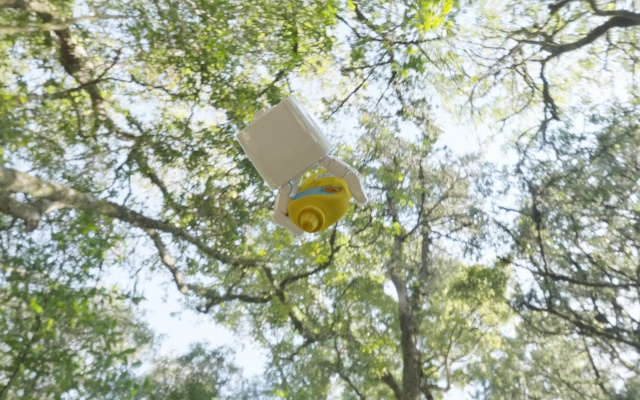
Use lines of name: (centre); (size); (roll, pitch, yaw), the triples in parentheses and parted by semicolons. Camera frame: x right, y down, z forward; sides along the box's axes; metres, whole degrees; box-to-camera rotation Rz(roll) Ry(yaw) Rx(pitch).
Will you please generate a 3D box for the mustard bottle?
mustard bottle: (0.000, 0.003, 0.761); (0.096, 0.058, 0.191); (-7, 19, 15)
